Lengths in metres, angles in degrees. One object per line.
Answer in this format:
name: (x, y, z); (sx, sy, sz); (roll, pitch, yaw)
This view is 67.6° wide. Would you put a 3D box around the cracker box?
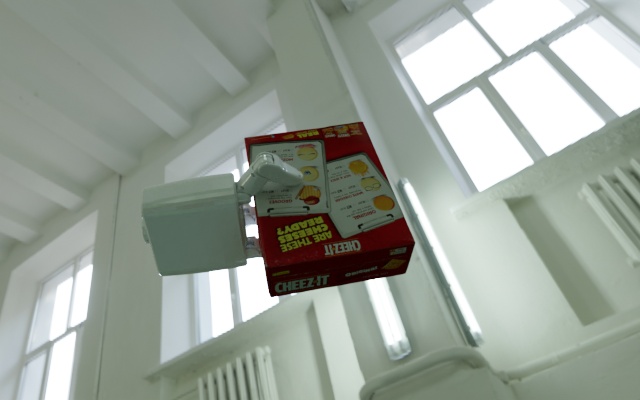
cracker box: (0.000, 0.002, 0.588); (0.164, 0.213, 0.072); (-9, -42, -8)
